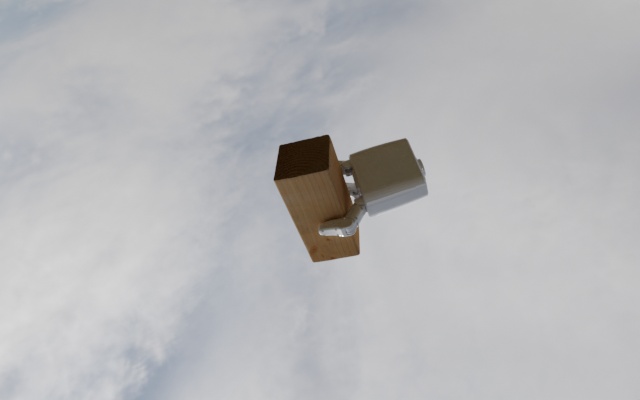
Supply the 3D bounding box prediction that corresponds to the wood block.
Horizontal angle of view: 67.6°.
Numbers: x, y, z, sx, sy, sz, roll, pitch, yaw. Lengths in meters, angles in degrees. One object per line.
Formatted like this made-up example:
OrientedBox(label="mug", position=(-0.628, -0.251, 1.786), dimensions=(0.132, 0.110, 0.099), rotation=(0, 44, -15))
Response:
OrientedBox(label="wood block", position=(0.001, 0.003, 0.813), dimensions=(0.090, 0.206, 0.090), rotation=(-11, 43, 13))
